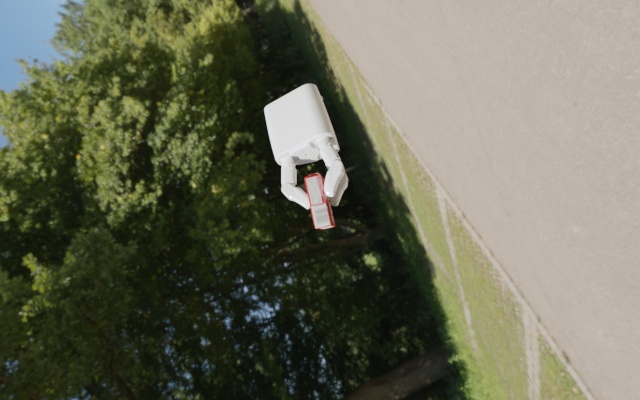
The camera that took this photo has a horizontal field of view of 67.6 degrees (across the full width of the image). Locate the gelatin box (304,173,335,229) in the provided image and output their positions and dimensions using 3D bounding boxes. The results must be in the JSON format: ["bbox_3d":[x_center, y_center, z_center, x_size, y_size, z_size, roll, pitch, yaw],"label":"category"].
[{"bbox_3d":[0.000,0.003,0.803,0.030,0.089,0.073,-13,-6,6],"label":"gelatin box"}]
